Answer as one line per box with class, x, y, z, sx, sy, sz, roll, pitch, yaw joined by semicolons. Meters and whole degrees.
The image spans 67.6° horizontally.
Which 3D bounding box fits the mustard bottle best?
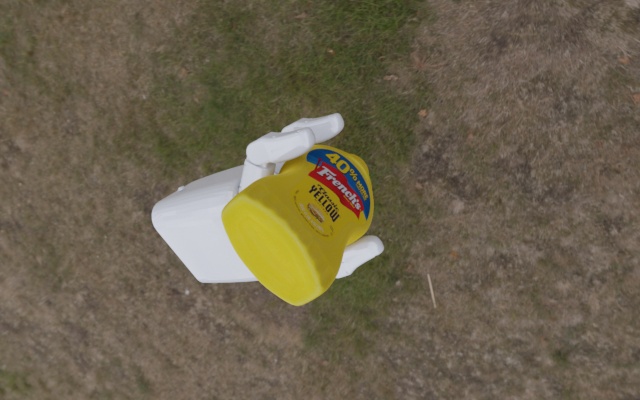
mustard bottle;0.000;0.001;0.420;0.058;0.096;0.191;-38;4;33
